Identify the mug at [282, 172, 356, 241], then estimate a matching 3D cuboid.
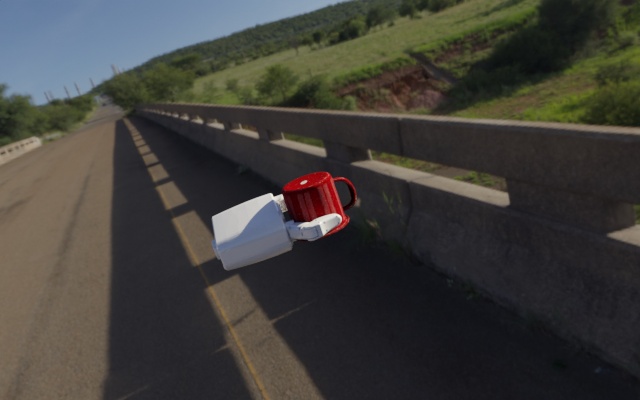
[{"bbox_3d":[0.001,0.002,0.748,0.117,0.081,0.093,-21,17,-7],"label":"mug"}]
